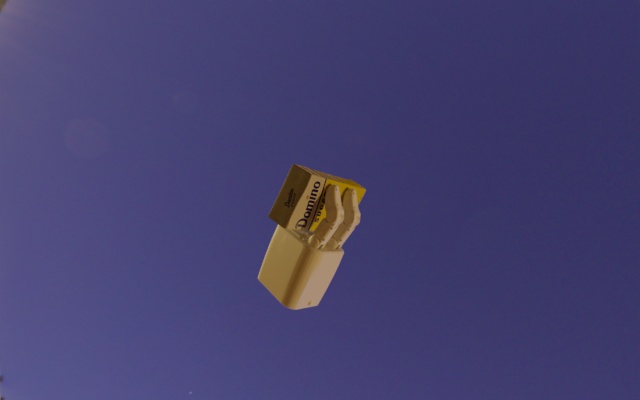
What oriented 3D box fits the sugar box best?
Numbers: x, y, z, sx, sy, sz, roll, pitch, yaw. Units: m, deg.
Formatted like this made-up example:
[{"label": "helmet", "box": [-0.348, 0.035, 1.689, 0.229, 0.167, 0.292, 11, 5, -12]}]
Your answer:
[{"label": "sugar box", "box": [0.001, 0.003, 0.773, 0.048, 0.093, 0.176, 32, 12, 28]}]
